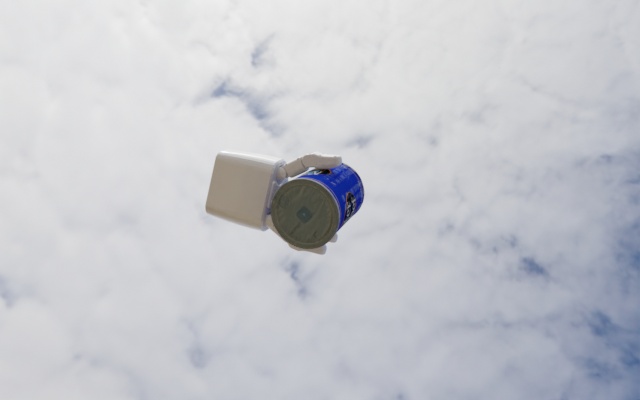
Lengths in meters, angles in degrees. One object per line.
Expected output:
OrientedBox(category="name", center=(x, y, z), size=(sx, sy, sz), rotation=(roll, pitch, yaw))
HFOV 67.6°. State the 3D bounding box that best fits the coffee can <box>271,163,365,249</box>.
OrientedBox(category="coffee can", center=(0.000, 0.002, 0.727), size=(0.103, 0.103, 0.140), rotation=(0, 15, 20))
